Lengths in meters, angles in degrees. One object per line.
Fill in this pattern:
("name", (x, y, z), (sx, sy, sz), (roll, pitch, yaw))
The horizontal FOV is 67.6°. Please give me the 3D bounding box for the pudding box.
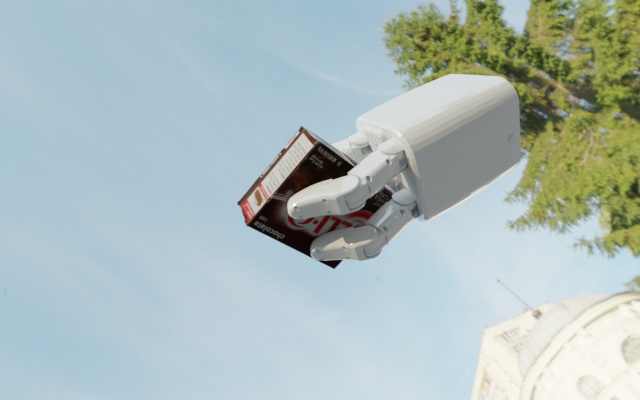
("pudding box", (0.000, 0.001, 0.413), (0.113, 0.090, 0.039), (32, 14, -37))
